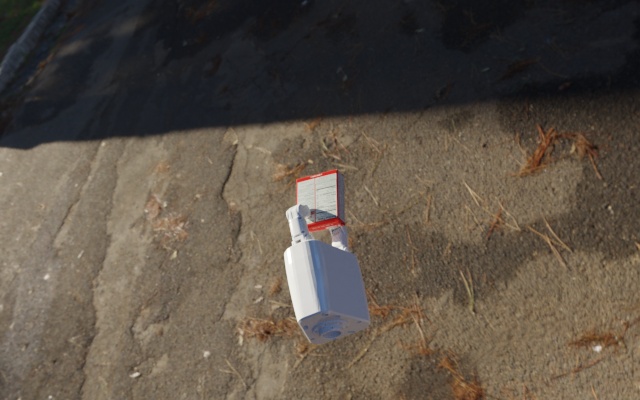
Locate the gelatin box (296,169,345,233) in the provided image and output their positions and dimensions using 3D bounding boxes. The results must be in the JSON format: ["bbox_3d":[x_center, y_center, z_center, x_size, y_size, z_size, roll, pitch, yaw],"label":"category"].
[{"bbox_3d":[0.000,0.002,0.743,0.073,0.089,0.030,-14,-29,24],"label":"gelatin box"}]
